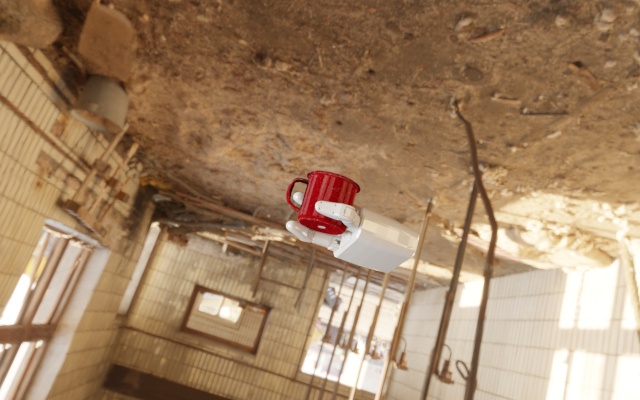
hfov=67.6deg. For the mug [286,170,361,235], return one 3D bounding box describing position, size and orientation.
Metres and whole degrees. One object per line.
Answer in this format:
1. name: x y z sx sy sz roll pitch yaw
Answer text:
1. mug: -0.001 0.002 0.784 0.117 0.081 0.093 20 -17 -12
